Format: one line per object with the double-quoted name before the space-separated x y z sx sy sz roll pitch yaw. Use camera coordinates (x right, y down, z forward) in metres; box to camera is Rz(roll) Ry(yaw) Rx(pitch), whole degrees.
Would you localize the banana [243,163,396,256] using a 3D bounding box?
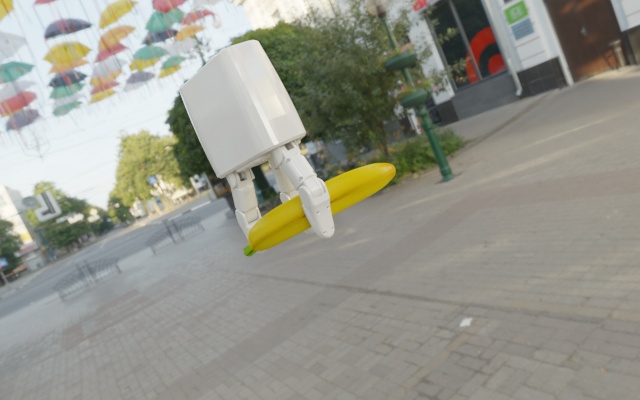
"banana" -0.001 0.003 0.518 0.198 0.037 0.069 -28 2 -5
